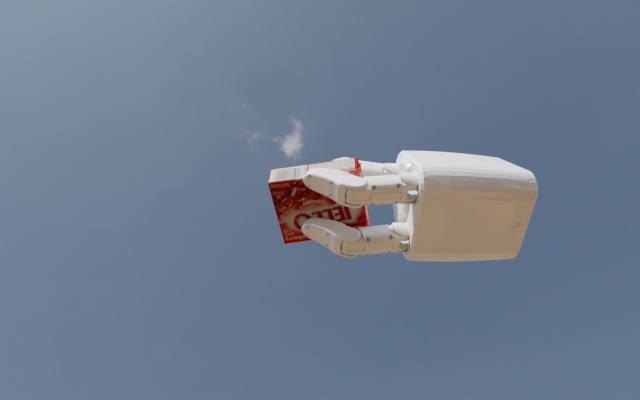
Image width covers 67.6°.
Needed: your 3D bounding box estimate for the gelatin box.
[{"bbox_3d":[0.000,0.001,0.469,0.089,0.073,0.030,-7,32,8],"label":"gelatin box"}]
